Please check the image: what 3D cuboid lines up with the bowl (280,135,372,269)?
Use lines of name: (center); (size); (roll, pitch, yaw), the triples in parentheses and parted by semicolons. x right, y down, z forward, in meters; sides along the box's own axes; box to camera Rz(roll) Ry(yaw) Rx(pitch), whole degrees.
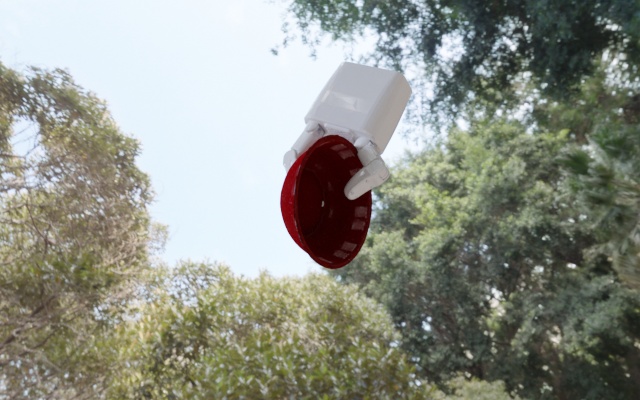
bowl: (-0.001, 0.003, 0.589); (0.055, 0.162, 0.162); (0, 0, 37)
